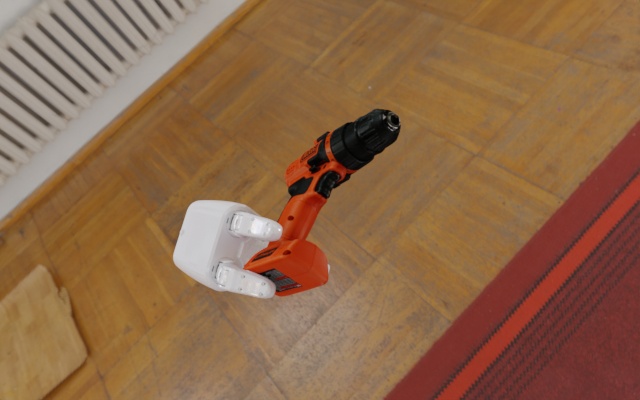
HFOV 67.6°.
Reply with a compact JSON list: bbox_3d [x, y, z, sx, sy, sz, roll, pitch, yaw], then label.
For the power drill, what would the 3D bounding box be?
[{"bbox_3d":[0.000,0.002,0.502,0.057,0.187,0.184,36,-35,-18],"label":"power drill"}]
